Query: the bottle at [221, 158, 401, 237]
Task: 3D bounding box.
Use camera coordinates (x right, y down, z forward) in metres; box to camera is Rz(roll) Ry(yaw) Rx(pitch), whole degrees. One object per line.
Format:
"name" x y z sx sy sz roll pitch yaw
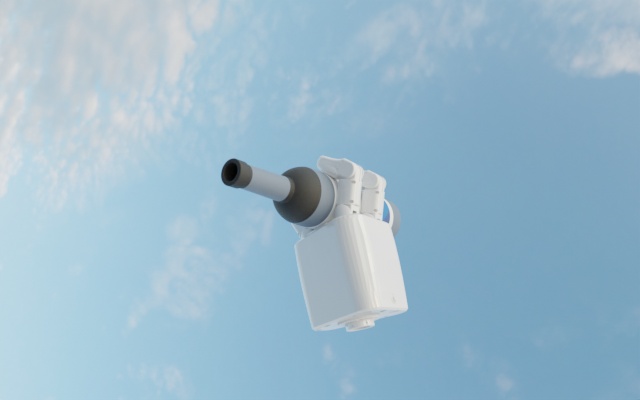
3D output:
"bottle" 0.000 0.002 0.569 0.069 0.069 0.296 0 -11 36
